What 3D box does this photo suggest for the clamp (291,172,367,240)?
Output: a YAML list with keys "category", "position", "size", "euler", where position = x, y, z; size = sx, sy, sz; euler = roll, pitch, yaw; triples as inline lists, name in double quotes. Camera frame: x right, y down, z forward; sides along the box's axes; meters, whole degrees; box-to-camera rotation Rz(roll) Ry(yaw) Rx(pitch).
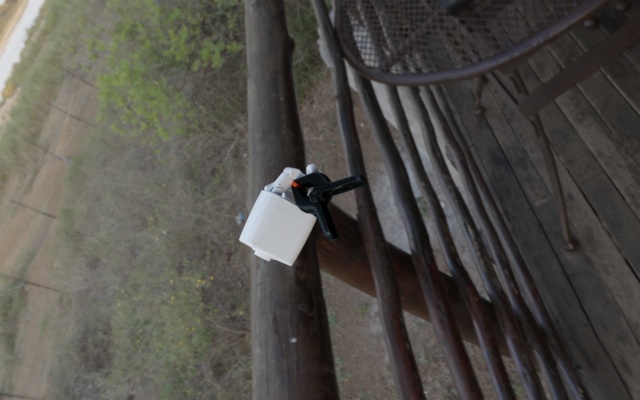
- category: "clamp"
  position: [0.000, 0.002, 0.853]
  size: [0.039, 0.120, 0.171]
  euler: [36, -16, -37]
